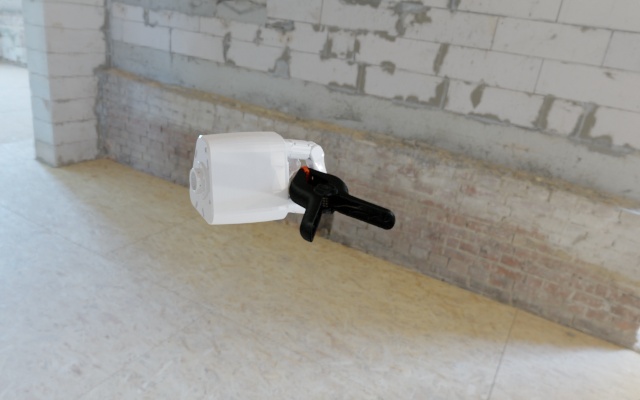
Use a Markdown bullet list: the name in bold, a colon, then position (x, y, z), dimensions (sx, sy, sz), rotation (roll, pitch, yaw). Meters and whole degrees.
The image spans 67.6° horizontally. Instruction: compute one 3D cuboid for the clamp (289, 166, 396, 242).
- **clamp**: position (0.000, 0.001, 0.609), dimensions (0.120, 0.039, 0.171), rotation (-6, 25, -32)
